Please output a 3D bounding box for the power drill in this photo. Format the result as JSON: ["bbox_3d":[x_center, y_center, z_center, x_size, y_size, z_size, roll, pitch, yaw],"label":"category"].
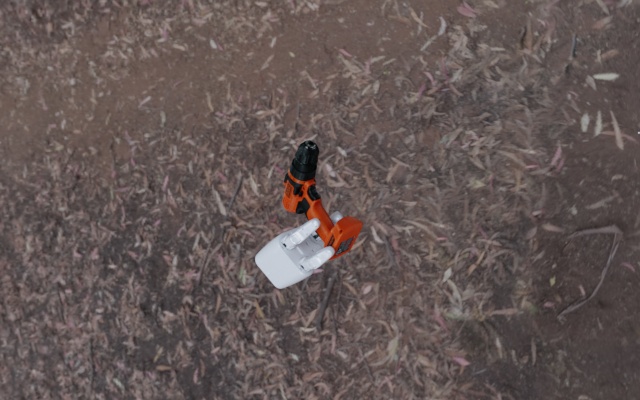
[{"bbox_3d":[0.000,0.003,0.896,0.057,0.187,0.185,-21,-30,-28],"label":"power drill"}]
